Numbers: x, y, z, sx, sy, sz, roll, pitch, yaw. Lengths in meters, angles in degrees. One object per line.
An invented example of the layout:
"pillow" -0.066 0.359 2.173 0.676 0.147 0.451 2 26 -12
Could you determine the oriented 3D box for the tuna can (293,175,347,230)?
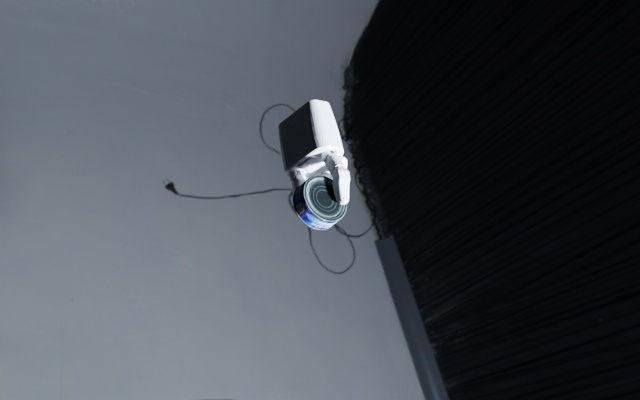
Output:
"tuna can" 0.000 0.002 0.777 0.086 0.086 0.034 0 -24 -36
